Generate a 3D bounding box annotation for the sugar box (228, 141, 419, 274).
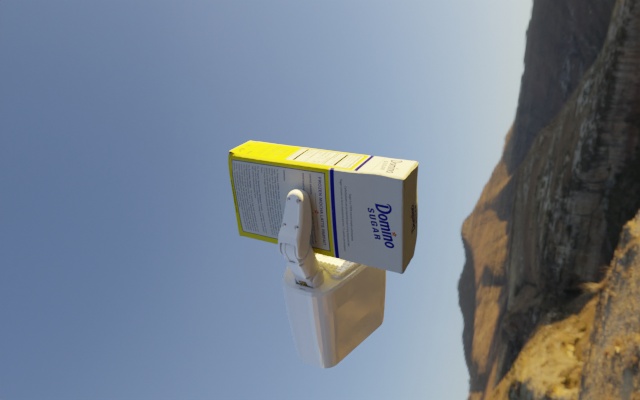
[{"bbox_3d":[0.000,0.001,0.442,0.176,0.093,0.048,10,30,25],"label":"sugar box"}]
